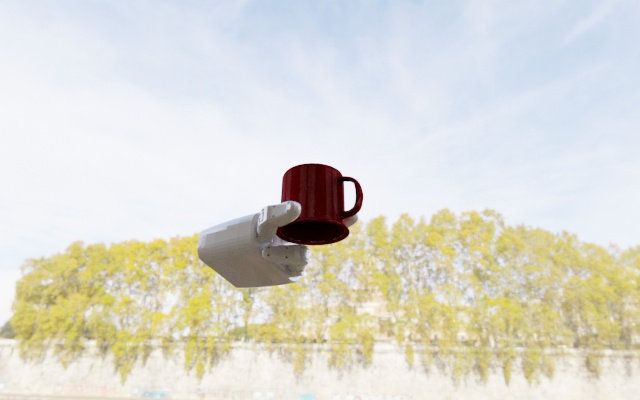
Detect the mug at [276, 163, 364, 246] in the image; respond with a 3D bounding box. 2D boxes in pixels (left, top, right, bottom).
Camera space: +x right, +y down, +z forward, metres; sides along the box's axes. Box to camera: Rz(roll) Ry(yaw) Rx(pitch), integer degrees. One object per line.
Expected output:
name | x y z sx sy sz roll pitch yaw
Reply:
mug | 0.001 0.001 0.604 0.117 0.081 0.093 -15 -28 31
